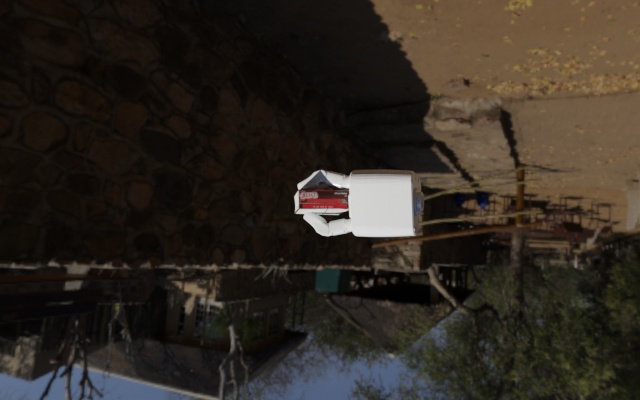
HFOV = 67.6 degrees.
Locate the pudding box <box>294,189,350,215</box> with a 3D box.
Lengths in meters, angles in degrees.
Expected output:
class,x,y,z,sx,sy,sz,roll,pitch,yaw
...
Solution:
class,x,y,z,sx,sy,sz,roll,pitch,yaw
pudding box,0.000,0.003,0.859,0.090,0.039,0.113,2,-7,-7
